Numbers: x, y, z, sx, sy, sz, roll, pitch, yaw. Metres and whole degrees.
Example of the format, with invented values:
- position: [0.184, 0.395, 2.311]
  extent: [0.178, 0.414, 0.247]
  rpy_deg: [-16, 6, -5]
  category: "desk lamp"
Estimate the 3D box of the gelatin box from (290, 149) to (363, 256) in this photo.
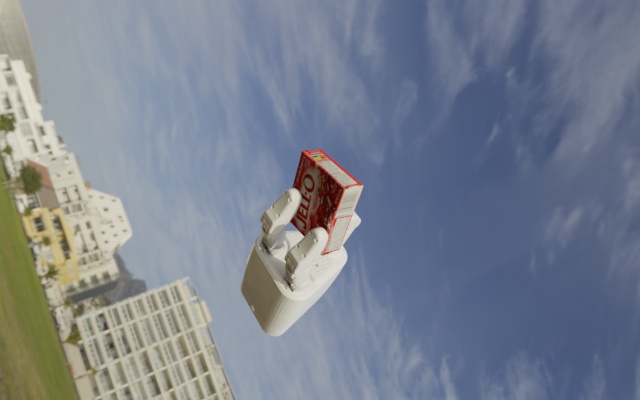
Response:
- position: [0.001, 0.001, 0.506]
  extent: [0.030, 0.089, 0.073]
  rpy_deg: [-12, 43, -38]
  category: "gelatin box"
